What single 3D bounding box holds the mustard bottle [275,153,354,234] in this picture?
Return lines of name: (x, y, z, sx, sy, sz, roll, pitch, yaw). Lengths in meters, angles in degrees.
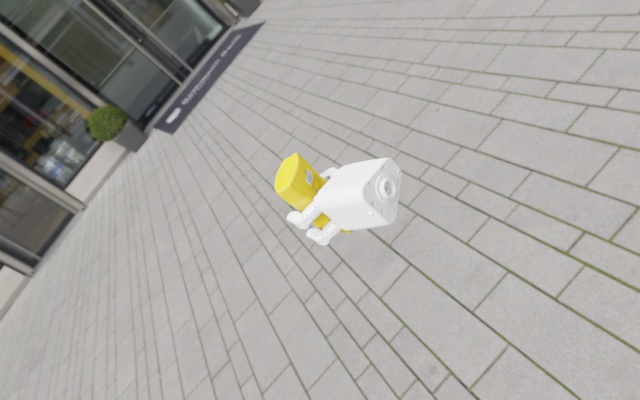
mustard bottle: (0.000, 0.003, 0.896, 0.058, 0.096, 0.192, -29, -55, 30)
